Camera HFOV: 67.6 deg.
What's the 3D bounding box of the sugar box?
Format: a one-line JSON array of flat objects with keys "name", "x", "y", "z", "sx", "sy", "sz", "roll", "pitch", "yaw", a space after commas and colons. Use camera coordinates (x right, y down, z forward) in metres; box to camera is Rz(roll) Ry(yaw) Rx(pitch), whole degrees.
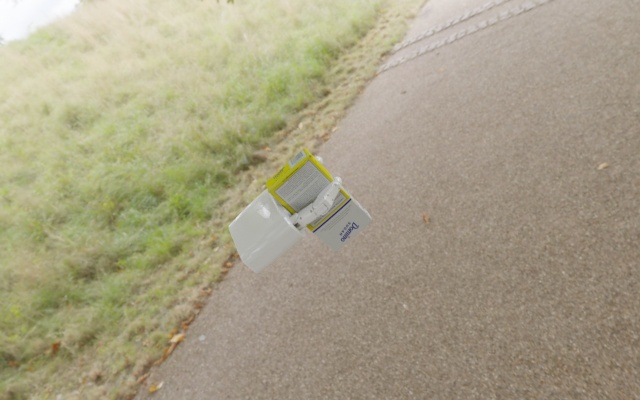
[{"name": "sugar box", "x": 0.000, "y": 0.002, "z": 0.826, "sx": 0.176, "sy": 0.093, "sz": 0.048, "roll": 45, "pitch": 10, "yaw": -29}]
